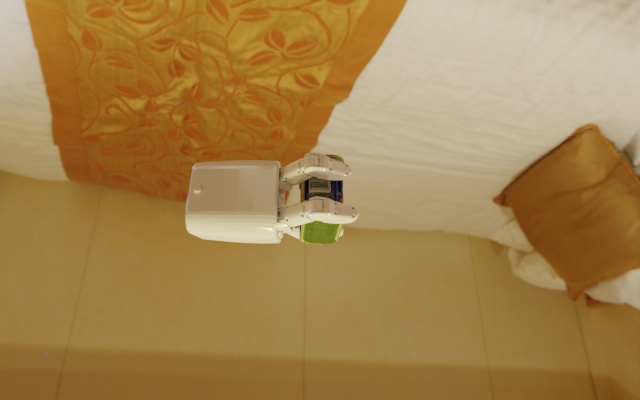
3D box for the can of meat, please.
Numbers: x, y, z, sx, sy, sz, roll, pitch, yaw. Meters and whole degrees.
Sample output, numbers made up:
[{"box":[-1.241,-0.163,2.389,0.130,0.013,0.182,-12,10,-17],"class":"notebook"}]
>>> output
[{"box":[0.000,0.002,0.617,0.057,0.084,0.102,2,-27,-4],"class":"can of meat"}]
